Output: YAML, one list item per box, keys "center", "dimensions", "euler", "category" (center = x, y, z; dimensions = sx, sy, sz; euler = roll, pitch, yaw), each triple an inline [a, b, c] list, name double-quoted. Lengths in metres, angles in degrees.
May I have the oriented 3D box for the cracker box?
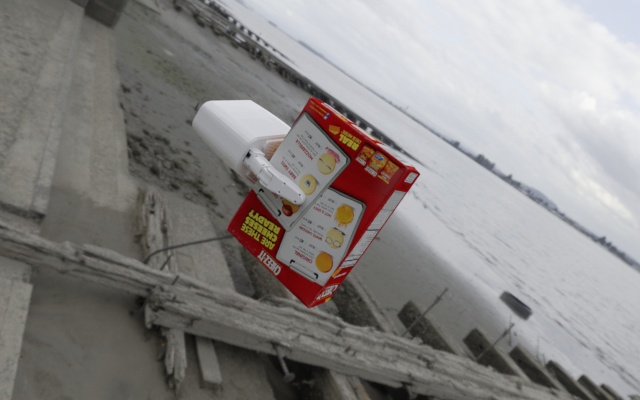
- center: [0.000, 0.002, 0.620]
  dimensions: [0.164, 0.214, 0.072]
  euler: [40, 15, 23]
  category: "cracker box"
